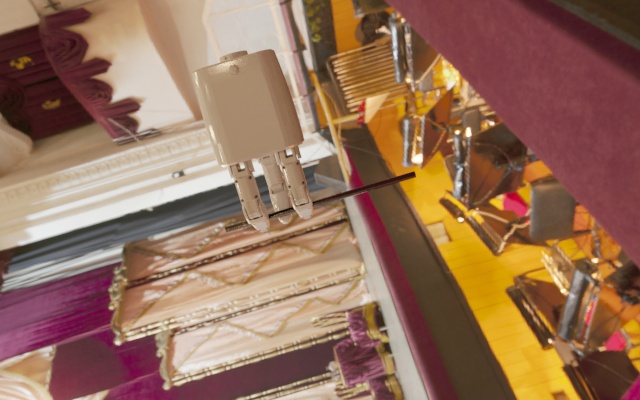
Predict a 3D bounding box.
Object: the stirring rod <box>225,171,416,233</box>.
[{"bbox_3d":[0.000,0.002,0.582,0.239,0.011,0.011,-16,0,0],"label":"stirring rod"}]
